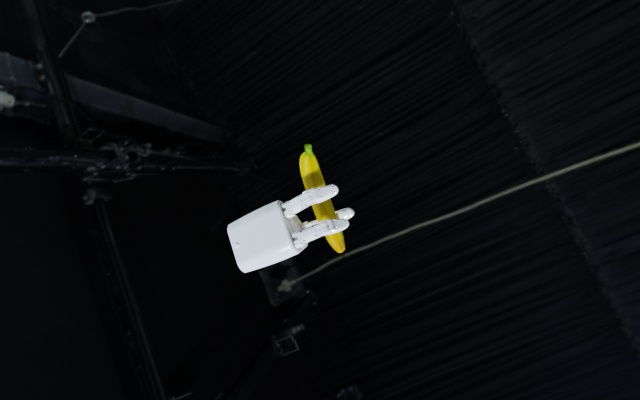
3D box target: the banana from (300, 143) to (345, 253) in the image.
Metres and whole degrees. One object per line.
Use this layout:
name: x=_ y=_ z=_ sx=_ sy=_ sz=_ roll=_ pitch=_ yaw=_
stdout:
banana: x=-0.001 y=-0.003 z=0.848 sx=0.037 sy=0.198 sz=0.069 roll=-20 pitch=7 yaw=2
